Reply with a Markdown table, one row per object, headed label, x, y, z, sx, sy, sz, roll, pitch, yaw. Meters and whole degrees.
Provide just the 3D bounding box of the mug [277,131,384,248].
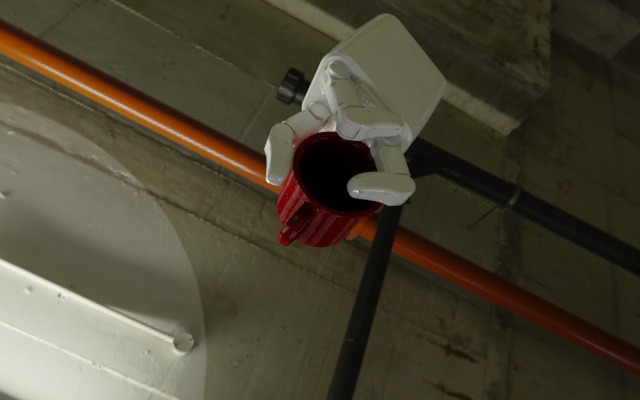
| label | x | y | z | sx | sy | sz | roll | pitch | yaw |
| --- | --- | --- | --- | --- | --- | --- | --- | --- | --- |
| mug | -0.001 | 0.003 | 0.456 | 0.117 | 0.093 | 0.081 | -49 | -4 | -36 |
